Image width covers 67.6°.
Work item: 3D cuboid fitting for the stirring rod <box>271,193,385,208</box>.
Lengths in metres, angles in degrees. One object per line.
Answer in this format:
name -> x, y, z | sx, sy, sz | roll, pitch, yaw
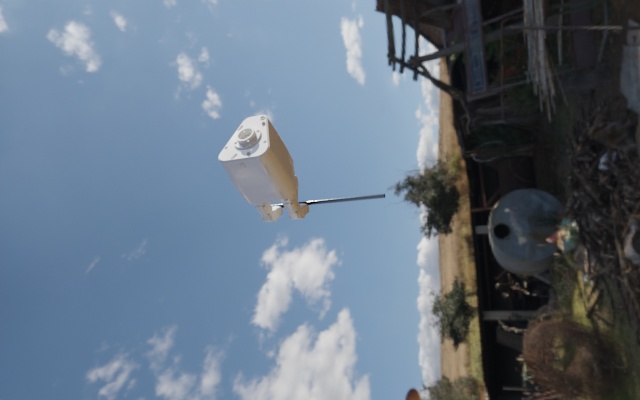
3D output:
stirring rod -> 0.000, 0.003, 0.875 | 0.239, 0.011, 0.011 | -6, -2, 21
